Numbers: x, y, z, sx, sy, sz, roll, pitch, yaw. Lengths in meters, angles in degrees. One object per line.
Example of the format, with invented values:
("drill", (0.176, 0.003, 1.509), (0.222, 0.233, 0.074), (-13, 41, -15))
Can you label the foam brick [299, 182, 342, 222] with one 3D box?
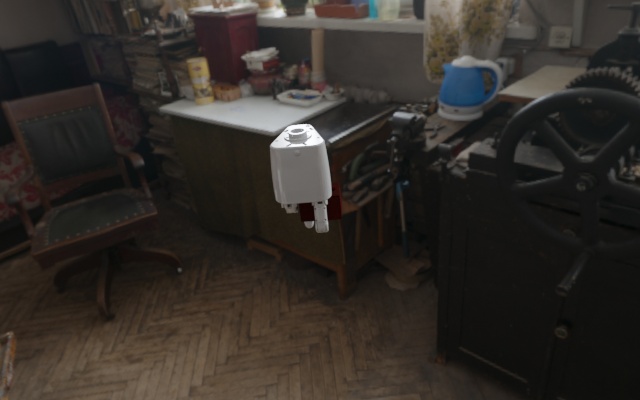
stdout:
("foam brick", (0.000, 0.003, 0.882), (0.078, 0.051, 0.053), (-4, 29, 3))
